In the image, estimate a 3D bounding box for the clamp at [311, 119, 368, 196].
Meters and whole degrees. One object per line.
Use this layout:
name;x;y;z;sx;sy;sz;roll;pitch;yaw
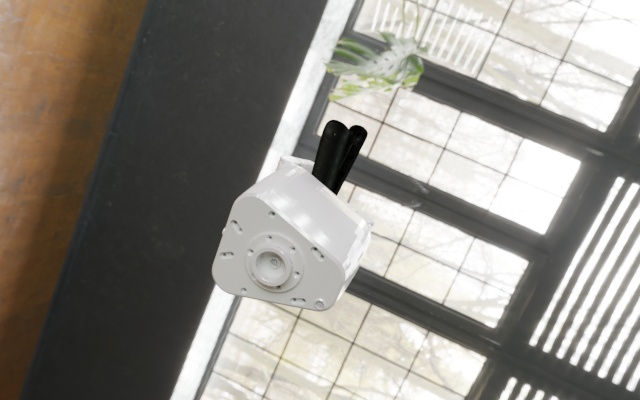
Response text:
clamp;0.001;0.003;0.547;0.036;0.210;0.164;25;19;10
